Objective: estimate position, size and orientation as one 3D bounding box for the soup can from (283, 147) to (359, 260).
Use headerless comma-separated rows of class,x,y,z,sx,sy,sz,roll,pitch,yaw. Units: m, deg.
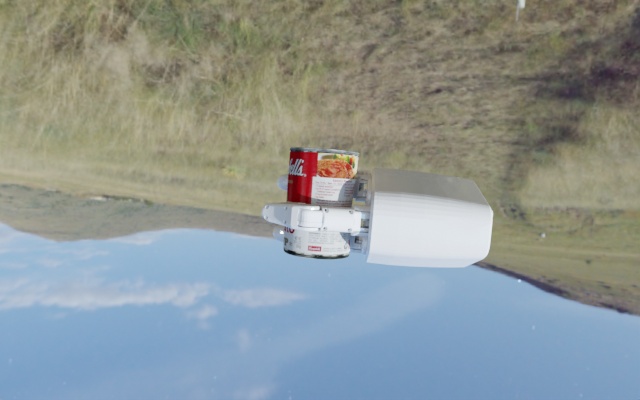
soup can,0.000,0.002,0.469,0.068,0.102,0.068,5,4,0
